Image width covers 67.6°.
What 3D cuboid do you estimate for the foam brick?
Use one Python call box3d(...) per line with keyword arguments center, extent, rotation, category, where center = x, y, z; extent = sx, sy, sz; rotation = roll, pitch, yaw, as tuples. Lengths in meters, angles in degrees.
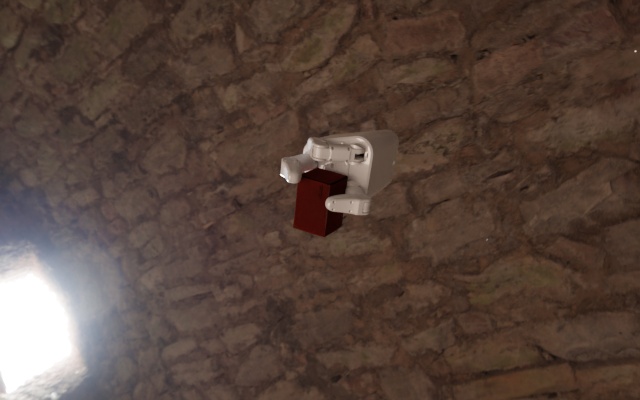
box3d(center=(0.000, 0.002, 0.656), extent=(0.053, 0.078, 0.051), rotation=(18, 23, 26), category="foam brick")
